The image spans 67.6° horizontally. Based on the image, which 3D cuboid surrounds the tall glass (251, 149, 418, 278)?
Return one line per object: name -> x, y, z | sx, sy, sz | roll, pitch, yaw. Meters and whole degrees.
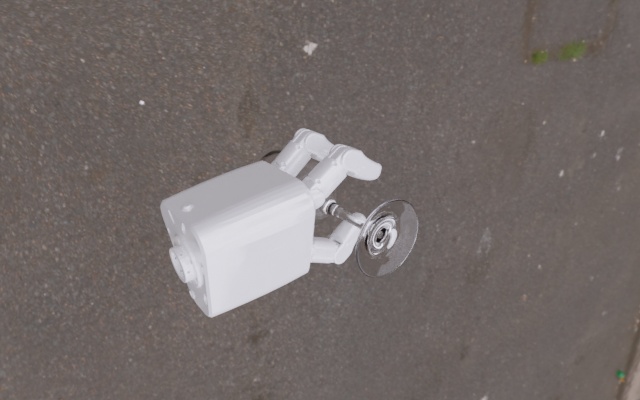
tall glass -> 0.001, 0.002, 0.490 | 0.079, 0.079, 0.201 | 0, 19, -39
